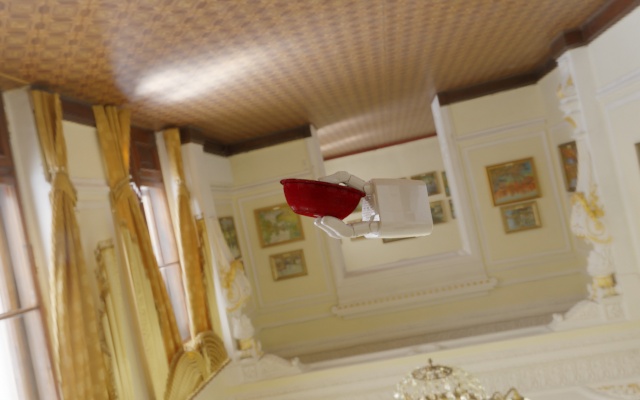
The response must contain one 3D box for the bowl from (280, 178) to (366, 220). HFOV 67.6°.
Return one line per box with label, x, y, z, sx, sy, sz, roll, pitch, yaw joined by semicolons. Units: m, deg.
bowl;-0.001;0.003;0.881;0.162;0.055;0.162;9;-7;1
